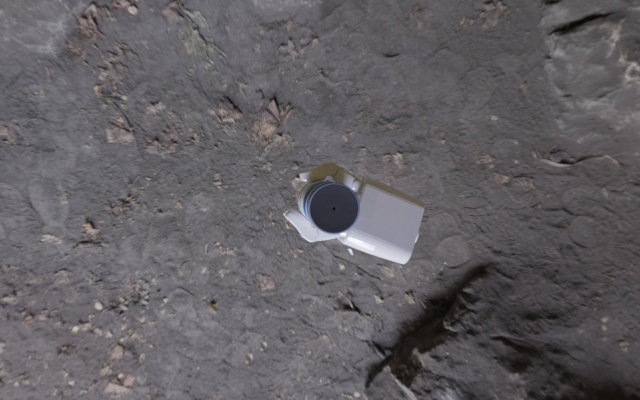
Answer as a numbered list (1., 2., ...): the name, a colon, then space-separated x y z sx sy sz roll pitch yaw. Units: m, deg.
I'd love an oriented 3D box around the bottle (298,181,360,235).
1. bottle: 0.000 0.002 0.746 0.069 0.069 0.295 0 3 -7
